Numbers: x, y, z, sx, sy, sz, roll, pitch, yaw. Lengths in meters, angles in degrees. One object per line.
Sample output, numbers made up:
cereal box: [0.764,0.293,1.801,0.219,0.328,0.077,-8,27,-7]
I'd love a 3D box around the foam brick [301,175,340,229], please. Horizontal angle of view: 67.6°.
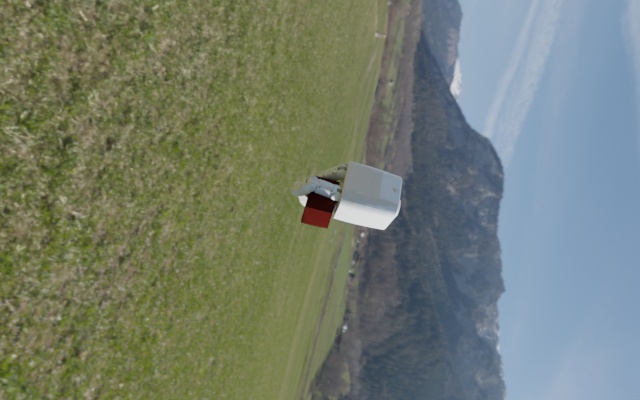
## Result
foam brick: [0.000,0.003,0.877,0.051,0.078,0.053,16,-37,-2]
